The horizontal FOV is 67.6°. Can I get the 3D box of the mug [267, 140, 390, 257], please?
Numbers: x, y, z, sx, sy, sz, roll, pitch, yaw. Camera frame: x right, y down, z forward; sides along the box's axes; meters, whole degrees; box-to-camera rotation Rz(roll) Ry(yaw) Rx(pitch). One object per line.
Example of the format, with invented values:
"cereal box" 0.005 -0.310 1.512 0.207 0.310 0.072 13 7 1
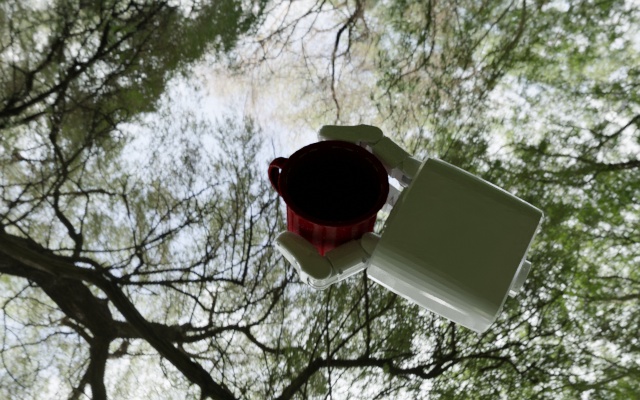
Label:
"mug" -0.001 0.001 0.434 0.117 0.093 0.082 28 -32 17
